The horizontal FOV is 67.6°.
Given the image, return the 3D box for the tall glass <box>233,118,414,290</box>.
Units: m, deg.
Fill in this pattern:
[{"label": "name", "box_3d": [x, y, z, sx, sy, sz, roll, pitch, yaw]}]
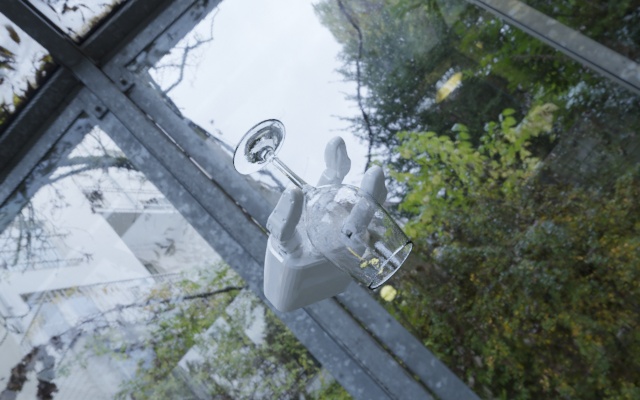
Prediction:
[{"label": "tall glass", "box_3d": [0.000, 0.001, 0.492, 0.201, 0.079, 0.079, 42, 19, 23]}]
